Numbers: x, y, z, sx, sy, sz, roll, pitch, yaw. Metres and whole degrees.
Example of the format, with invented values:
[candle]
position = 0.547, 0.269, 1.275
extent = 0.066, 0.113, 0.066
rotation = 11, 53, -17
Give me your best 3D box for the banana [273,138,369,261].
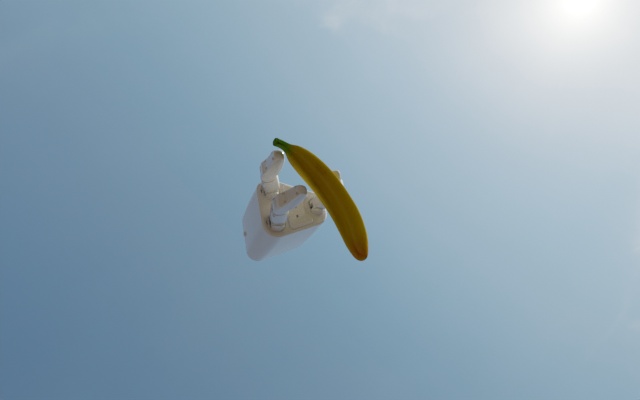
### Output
[banana]
position = 0.009, -0.004, 0.636
extent = 0.069, 0.197, 0.037
rotation = -19, -24, -51
